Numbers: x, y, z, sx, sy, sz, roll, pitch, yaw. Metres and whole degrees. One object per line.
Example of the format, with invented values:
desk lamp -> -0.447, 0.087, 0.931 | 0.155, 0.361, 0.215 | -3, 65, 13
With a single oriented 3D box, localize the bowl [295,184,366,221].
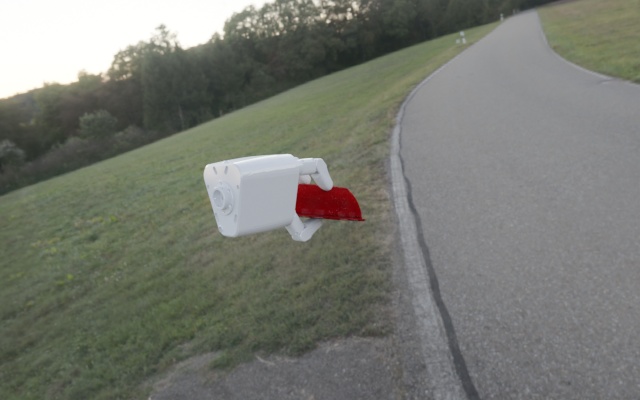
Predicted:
bowl -> 0.001, 0.002, 0.829 | 0.162, 0.055, 0.162 | 5, -1, 0
